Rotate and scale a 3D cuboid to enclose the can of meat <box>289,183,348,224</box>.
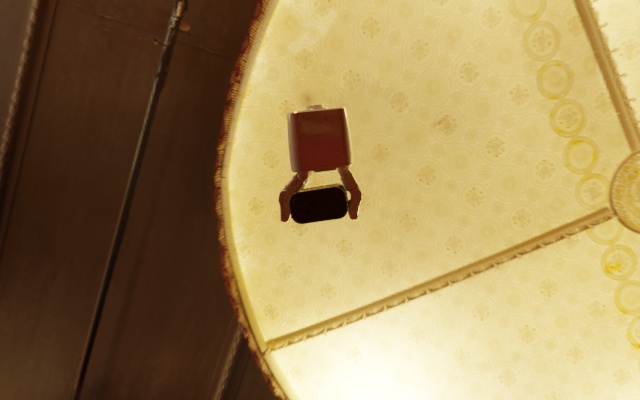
[{"bbox_3d":[0.000,0.003,0.872,0.102,0.057,0.084,-9,8,7],"label":"can of meat"}]
